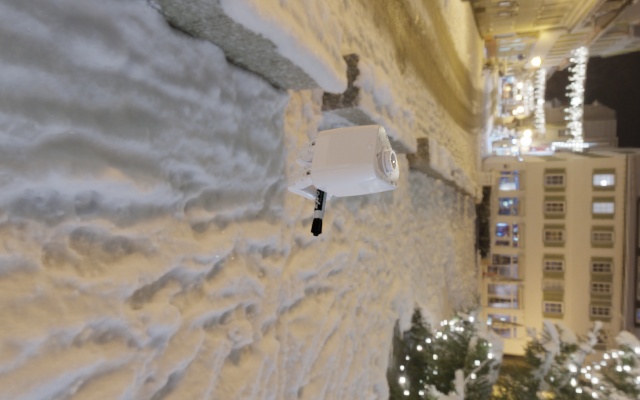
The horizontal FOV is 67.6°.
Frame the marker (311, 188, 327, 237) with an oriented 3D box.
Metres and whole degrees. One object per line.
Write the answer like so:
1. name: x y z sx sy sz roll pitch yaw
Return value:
1. marker: 0.000 0.003 0.798 0.020 0.121 0.020 7 -25 3
